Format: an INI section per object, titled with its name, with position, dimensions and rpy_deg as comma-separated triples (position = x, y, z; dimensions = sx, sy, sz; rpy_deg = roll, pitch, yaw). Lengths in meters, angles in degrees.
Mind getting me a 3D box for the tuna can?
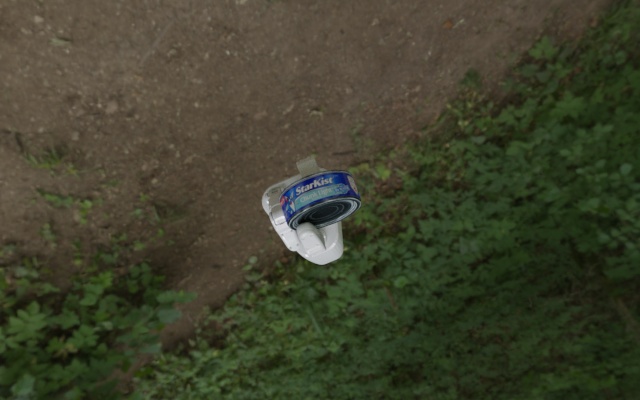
[tuna can]
position = 0.000, 0.002, 0.521
dimensions = 0.086, 0.033, 0.086
rpy_deg = -17, -20, -6
